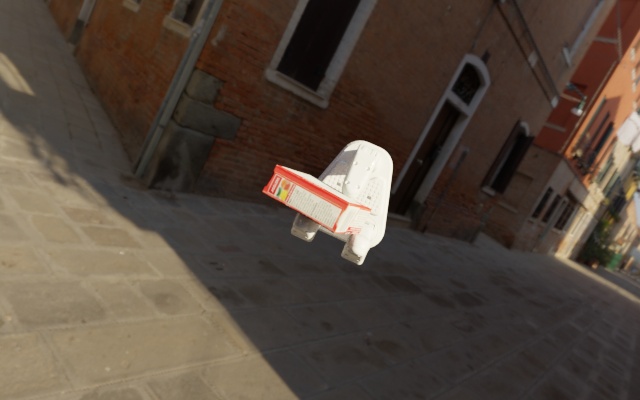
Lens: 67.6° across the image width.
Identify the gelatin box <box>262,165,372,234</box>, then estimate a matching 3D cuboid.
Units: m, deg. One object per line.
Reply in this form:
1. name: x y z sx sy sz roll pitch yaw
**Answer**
1. gelatin box: 0.000 0.001 0.428 0.073 0.030 0.089 29 5 17
